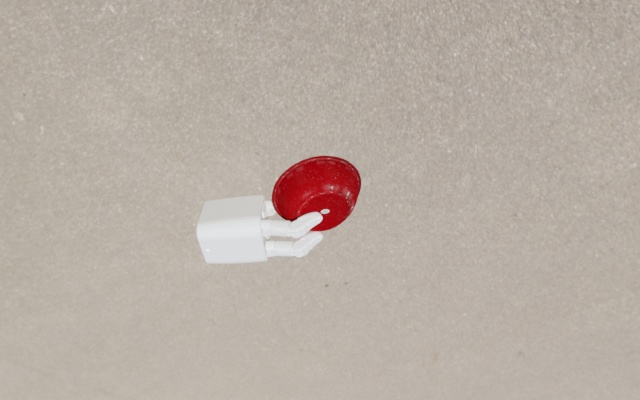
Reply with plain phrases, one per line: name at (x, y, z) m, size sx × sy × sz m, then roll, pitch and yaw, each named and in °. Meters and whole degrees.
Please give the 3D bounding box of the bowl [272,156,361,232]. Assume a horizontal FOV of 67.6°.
bowl at (0.001, 0.002, 0.818) m, size 0.162 × 0.162 × 0.055 m, roll 0°, pitch 42°, yaw -19°
